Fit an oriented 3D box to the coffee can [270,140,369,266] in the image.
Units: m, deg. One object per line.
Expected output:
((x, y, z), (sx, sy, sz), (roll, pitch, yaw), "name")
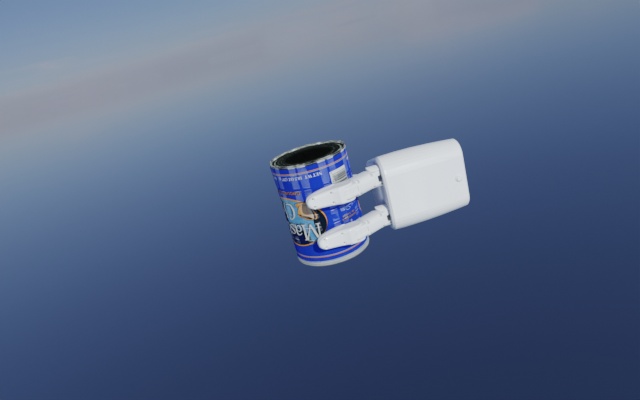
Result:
((0.000, 0.002, 0.641), (0.103, 0.140, 0.102), (-14, 19, 5), "coffee can")
